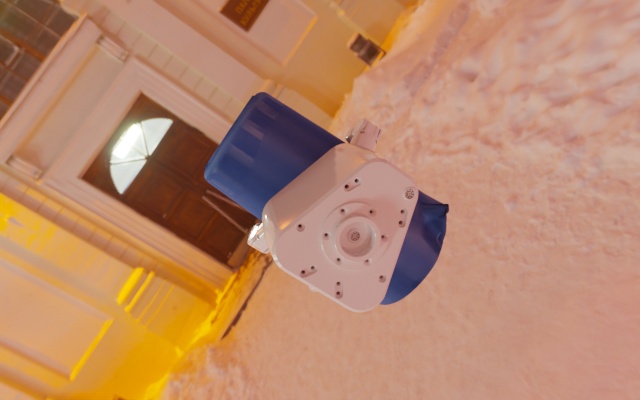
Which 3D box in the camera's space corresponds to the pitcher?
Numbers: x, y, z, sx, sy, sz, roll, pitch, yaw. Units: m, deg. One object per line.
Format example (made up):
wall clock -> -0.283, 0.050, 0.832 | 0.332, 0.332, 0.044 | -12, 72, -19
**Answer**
pitcher -> 0.000, 0.002, 0.515 | 0.243, 0.149, 0.145 | 34, 4, -13
